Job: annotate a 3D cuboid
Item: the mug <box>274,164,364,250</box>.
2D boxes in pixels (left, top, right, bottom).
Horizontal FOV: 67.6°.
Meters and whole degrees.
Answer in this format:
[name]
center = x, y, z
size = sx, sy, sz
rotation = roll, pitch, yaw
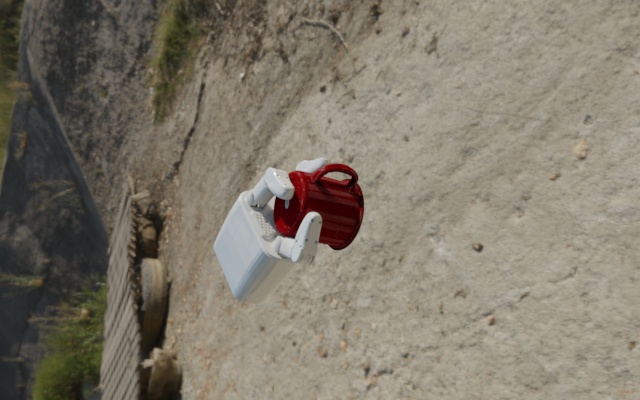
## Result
[mug]
center = 0.001, 0.001, 0.582
size = 0.081, 0.093, 0.117
rotation = 13, -50, -30
